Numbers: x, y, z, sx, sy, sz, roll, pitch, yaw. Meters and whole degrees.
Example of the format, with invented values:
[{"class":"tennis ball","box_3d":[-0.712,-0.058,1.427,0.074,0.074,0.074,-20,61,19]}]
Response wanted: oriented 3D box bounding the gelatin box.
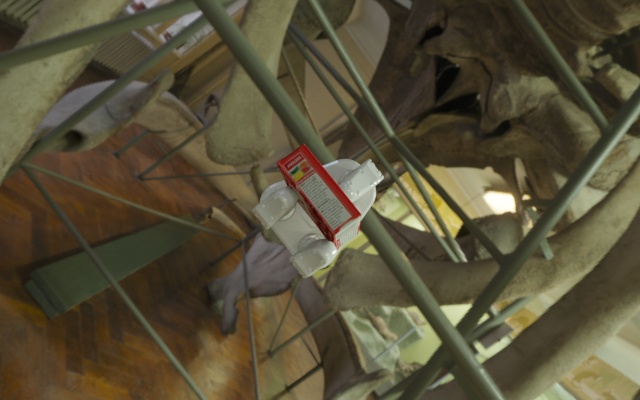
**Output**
[{"class":"gelatin box","box_3d":[0.000,0.001,0.400,0.030,0.073,0.089,-37,-12,-6]}]
